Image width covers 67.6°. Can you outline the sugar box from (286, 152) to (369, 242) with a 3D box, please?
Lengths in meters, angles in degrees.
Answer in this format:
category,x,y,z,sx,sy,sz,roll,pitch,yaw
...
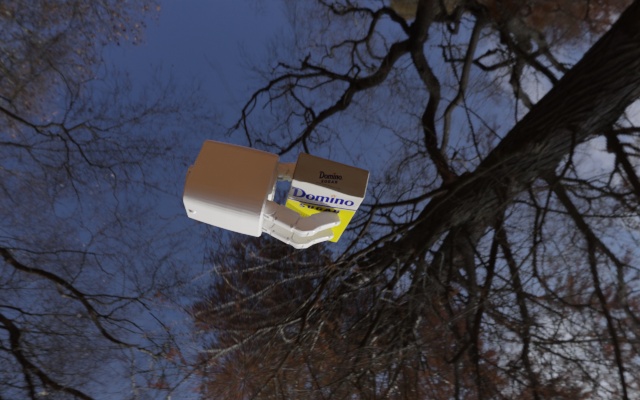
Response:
category,x,y,z,sx,sy,sz,roll,pitch,yaw
sugar box,0.000,0.003,0.660,0.093,0.048,0.176,15,-22,-2
